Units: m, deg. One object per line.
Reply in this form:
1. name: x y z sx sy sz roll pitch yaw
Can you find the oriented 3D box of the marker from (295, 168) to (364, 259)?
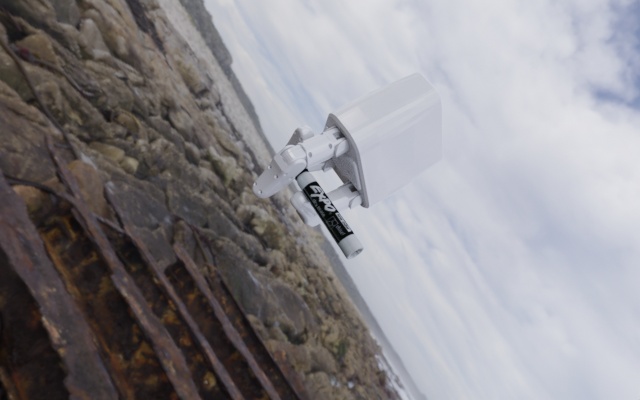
1. marker: 0.000 0.001 0.448 0.020 0.121 0.020 -29 -24 -14
